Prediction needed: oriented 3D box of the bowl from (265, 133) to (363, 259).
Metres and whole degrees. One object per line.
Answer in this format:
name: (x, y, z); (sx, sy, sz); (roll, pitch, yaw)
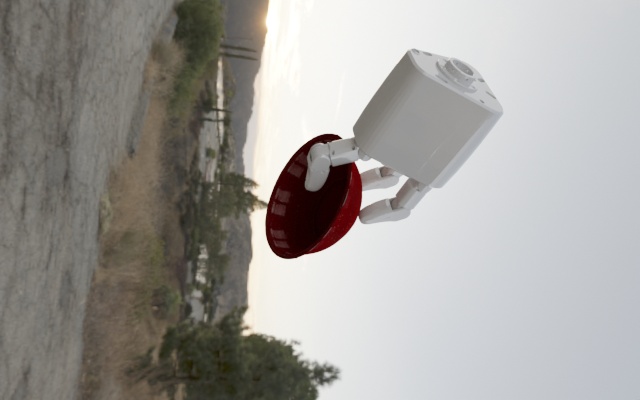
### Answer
bowl: (0.000, 0.003, 0.584); (0.055, 0.162, 0.162); (26, -15, -34)
